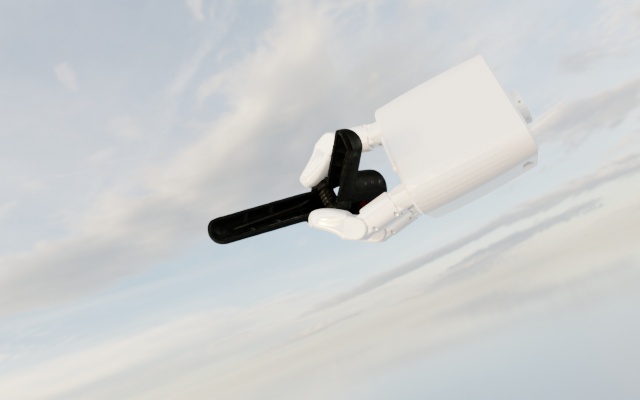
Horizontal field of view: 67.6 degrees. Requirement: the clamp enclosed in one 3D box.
[{"bbox_3d":[0.000,0.001,0.477,0.164,0.036,0.210,-30,-18,18],"label":"clamp"}]
